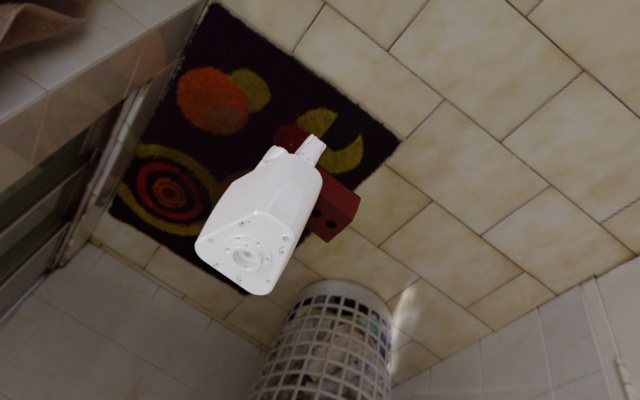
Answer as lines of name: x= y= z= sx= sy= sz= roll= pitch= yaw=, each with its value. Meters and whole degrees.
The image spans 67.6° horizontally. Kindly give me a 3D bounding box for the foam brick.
foam brick: x=0.000 y=0.002 z=0.574 sx=0.053 sy=0.078 sz=0.051 roll=-44 pitch=14 yaw=34
